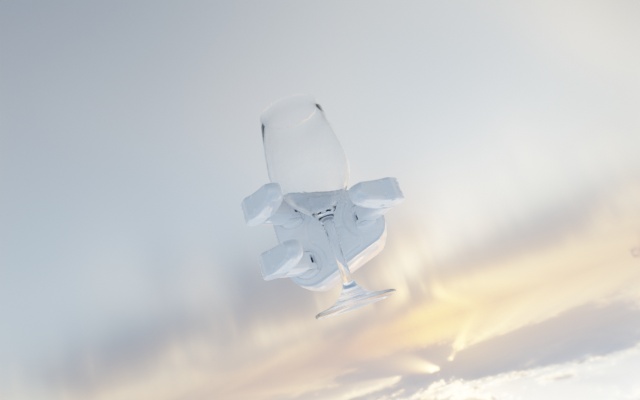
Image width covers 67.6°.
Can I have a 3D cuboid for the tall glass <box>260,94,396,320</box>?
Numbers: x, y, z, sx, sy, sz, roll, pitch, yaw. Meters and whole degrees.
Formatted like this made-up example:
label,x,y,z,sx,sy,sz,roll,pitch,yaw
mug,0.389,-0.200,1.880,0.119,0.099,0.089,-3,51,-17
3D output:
label,x,y,z,sx,sy,sz,roll,pitch,yaw
tall glass,0.000,0.002,0.444,0.079,0.201,0.079,-17,-17,-6
